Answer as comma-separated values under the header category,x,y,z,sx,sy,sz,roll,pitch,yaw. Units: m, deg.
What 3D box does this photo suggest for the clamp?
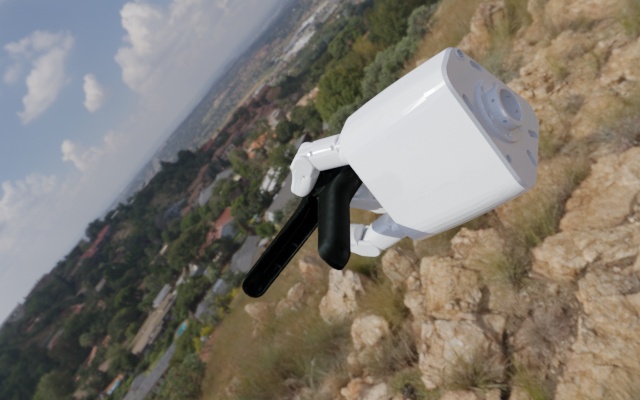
category,x,y,z,sx,sy,sz,roll,pitch,yaw
clamp,0.000,0.001,0.465,0.036,0.209,0.164,38,-41,-17
